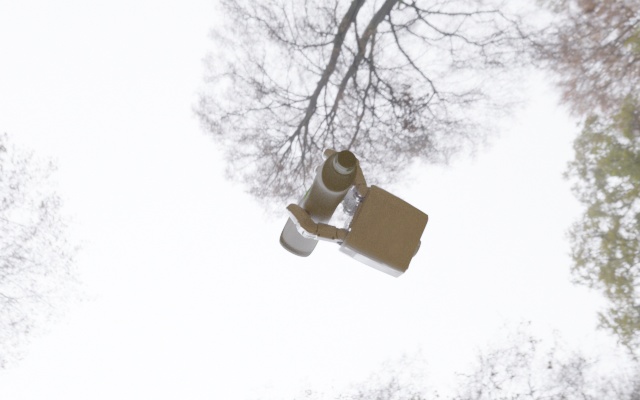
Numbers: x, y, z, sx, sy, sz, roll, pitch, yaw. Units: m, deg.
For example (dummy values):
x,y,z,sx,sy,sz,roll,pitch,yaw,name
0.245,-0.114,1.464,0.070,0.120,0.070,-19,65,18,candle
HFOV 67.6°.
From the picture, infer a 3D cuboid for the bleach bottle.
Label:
x,y,z,sx,sy,sz,roll,pitch,yaw,name
0.000,0.002,0.756,0.068,0.102,0.251,27,-29,-3,bleach bottle
